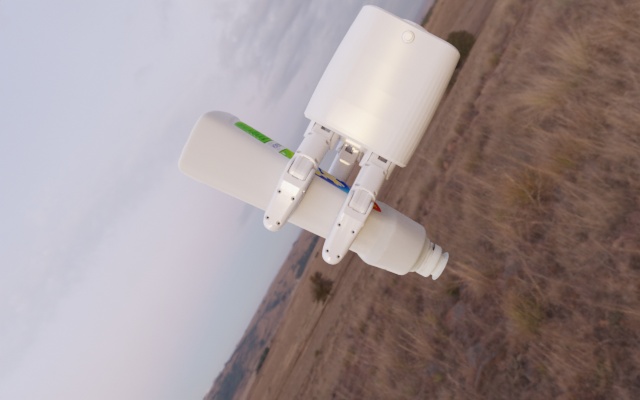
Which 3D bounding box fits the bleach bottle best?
[{"bbox_3d":[0.000,0.001,0.449,0.251,0.068,0.102,28,8,1],"label":"bleach bottle"}]
